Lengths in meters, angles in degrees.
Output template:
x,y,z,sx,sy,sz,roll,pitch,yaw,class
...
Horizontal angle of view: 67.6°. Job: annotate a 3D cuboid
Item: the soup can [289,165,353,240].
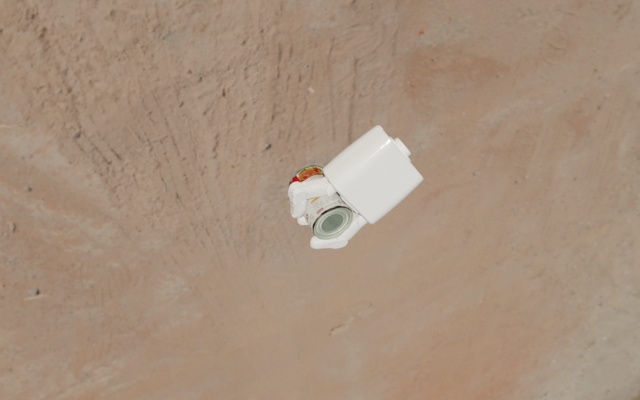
x,y,z,sx,sy,sz,roll,pitch,yaw,class
0.000,0.003,0.735,0.068,0.068,0.102,0,40,-31,soup can
